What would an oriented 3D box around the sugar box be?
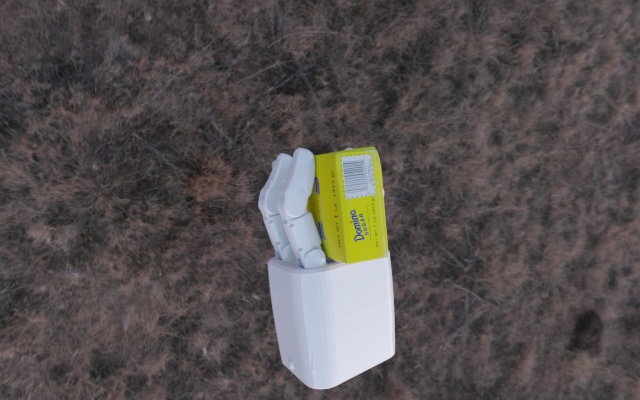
[{"bbox_3d":[0.000,0.002,0.462,0.048,0.093,0.176,-7,4,-25],"label":"sugar box"}]
